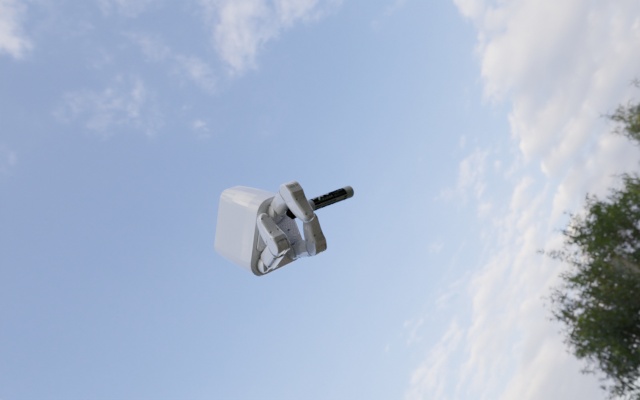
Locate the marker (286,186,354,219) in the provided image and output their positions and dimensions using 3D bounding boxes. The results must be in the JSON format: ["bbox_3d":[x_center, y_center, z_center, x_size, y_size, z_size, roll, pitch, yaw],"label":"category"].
[{"bbox_3d":[0.000,0.002,0.671,0.121,0.020,0.020,-20,13,-40],"label":"marker"}]
